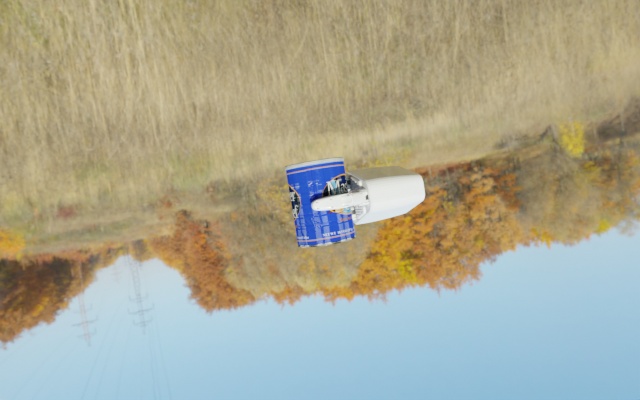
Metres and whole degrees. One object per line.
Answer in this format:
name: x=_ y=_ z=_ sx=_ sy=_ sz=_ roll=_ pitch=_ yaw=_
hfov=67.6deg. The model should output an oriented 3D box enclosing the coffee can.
coffee can: x=0.000 y=0.003 z=0.824 sx=0.103 sy=0.140 sz=0.103 roll=-9 pitch=1 yaw=0
